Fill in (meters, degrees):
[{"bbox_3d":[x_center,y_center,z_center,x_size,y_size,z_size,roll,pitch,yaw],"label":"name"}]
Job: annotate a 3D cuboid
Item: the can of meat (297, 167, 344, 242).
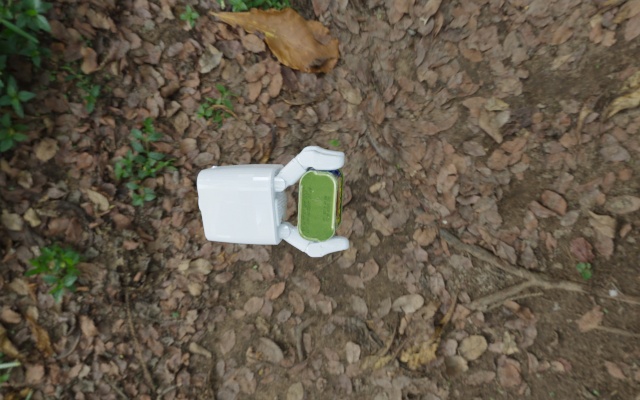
[{"bbox_3d":[0.000,0.002,0.673,0.057,0.102,0.084,4,10,6],"label":"can of meat"}]
